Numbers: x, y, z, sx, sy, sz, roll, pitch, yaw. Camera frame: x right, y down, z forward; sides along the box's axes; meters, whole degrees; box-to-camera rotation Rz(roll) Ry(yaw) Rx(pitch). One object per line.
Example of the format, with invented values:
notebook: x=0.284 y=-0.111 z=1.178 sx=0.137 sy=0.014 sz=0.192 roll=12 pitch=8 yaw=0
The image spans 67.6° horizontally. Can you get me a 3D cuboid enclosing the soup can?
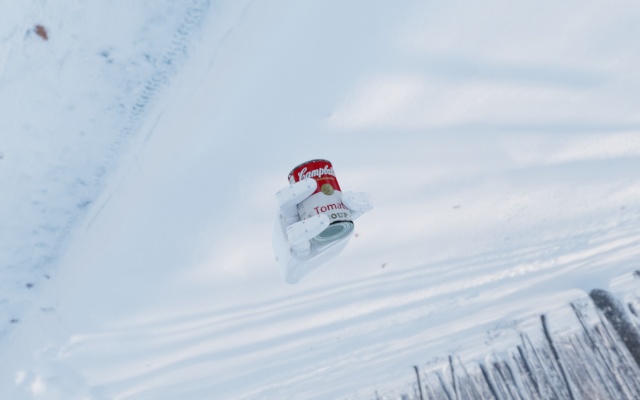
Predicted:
soup can: x=0.000 y=0.002 z=0.669 sx=0.068 sy=0.102 sz=0.068 roll=-16 pitch=-25 yaw=-8
